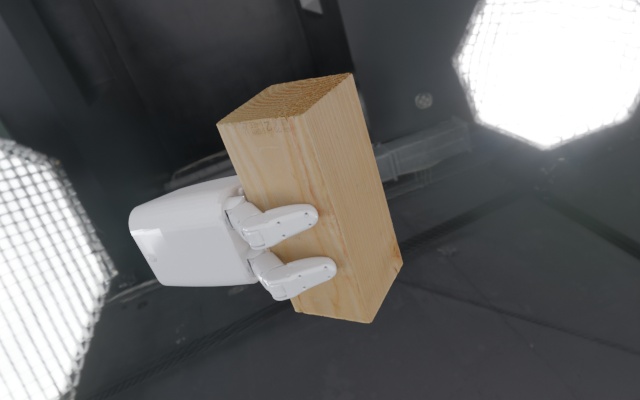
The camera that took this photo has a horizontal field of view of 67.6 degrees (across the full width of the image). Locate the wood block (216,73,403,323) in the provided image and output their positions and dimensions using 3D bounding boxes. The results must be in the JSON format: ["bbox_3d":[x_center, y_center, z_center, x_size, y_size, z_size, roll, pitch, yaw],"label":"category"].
[{"bbox_3d":[0.000,0.001,0.441,0.090,0.206,0.090,0,33,32],"label":"wood block"}]
